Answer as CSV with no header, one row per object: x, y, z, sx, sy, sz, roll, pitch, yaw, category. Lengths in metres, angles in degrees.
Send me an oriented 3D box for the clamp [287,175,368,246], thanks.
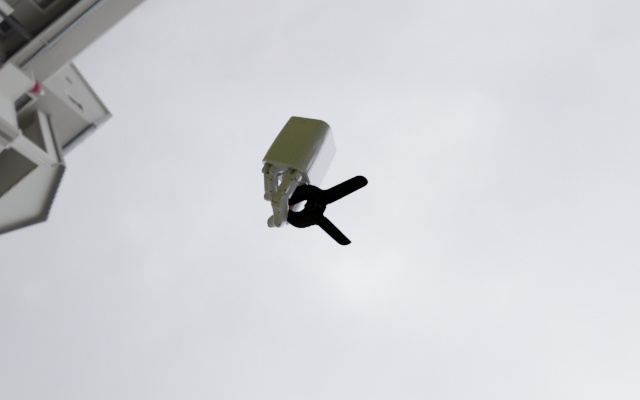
0.000,0.003,0.801,0.171,0.120,0.039,15,-23,34,clamp
